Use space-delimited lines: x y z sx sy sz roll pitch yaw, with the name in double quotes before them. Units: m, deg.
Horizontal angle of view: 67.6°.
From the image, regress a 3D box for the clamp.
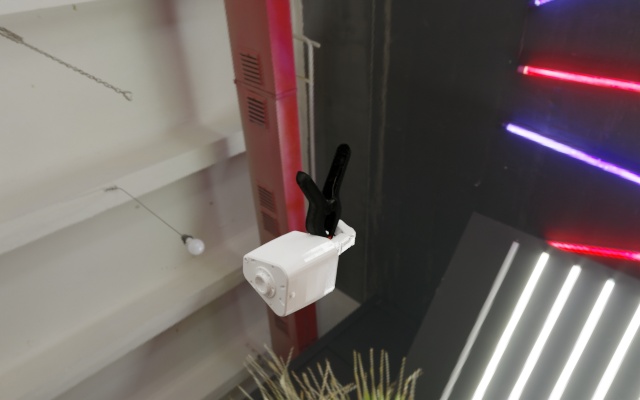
"clamp" 0.000 0.002 0.751 0.039 0.171 0.120 26 34 36
